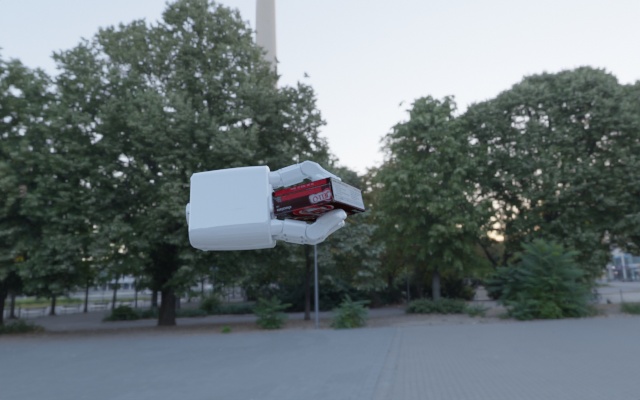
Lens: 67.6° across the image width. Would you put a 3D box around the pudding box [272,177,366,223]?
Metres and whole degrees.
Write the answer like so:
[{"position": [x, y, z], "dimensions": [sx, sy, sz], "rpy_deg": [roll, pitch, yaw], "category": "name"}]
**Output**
[{"position": [0.000, 0.002, 0.659], "dimensions": [0.090, 0.039, 0.113], "rpy_deg": [-12, -11, 25], "category": "pudding box"}]
